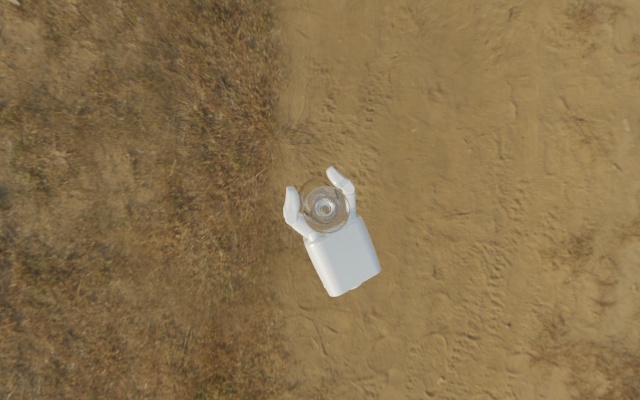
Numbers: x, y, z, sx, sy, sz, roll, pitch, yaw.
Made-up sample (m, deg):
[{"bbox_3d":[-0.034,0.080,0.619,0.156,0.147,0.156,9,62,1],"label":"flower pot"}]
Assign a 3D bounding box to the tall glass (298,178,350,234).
[{"bbox_3d":[0.000,0.003,0.833,0.079,0.079,0.201,0,8,-5],"label":"tall glass"}]
